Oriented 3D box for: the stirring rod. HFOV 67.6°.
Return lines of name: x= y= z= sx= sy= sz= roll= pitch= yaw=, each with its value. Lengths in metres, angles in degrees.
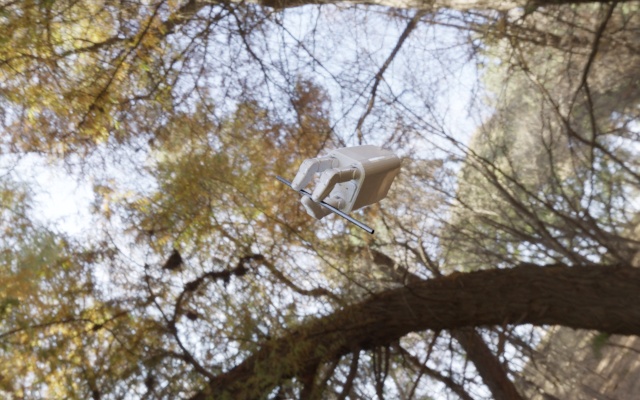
stirring rod: x=0.000 y=0.003 z=0.799 sx=0.011 sy=0.011 sz=0.239 roll=0 pitch=22 yaw=-45
